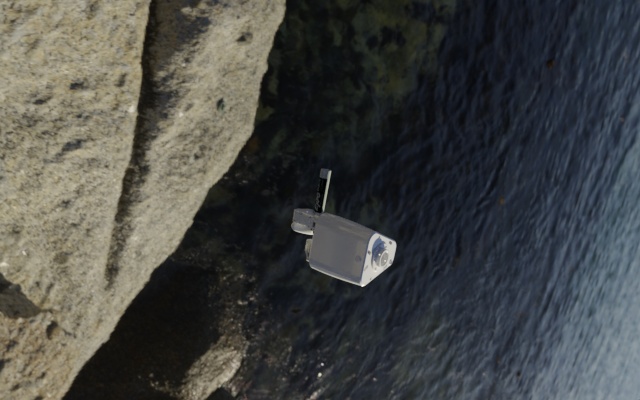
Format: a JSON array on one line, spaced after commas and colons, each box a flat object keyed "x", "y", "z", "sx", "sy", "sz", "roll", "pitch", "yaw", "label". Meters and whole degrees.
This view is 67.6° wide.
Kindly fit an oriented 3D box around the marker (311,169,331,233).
[{"x": 0.000, "y": 0.003, "z": 0.869, "sx": 0.020, "sy": 0.121, "sz": 0.020, "roll": 10, "pitch": 11, "yaw": -2, "label": "marker"}]
